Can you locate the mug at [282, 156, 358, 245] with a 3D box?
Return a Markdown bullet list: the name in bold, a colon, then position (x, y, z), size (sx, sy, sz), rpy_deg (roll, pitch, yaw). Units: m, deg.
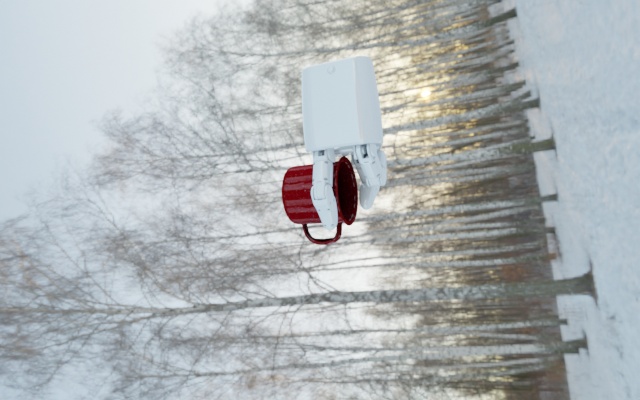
- **mug**: position (0.000, 0.004, 0.650), size (0.081, 0.117, 0.093), rpy_deg (-5, -1, 21)
